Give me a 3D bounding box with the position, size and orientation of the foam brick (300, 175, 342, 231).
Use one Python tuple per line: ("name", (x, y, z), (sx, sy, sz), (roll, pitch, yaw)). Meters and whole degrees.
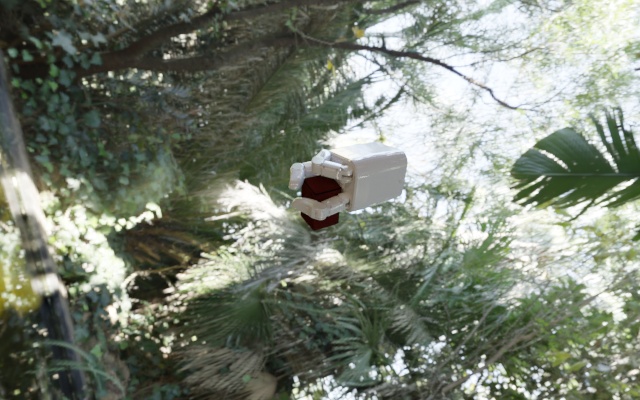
("foam brick", (0.000, 0.003, 0.820), (0.051, 0.078, 0.053), (-15, 40, -24))
